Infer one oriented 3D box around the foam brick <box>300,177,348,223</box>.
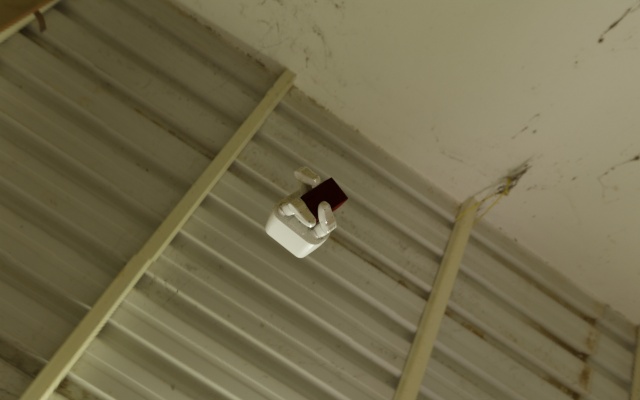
[{"bbox_3d":[0.000,0.003,0.887,0.078,0.053,0.051,-32,-8,-27],"label":"foam brick"}]
